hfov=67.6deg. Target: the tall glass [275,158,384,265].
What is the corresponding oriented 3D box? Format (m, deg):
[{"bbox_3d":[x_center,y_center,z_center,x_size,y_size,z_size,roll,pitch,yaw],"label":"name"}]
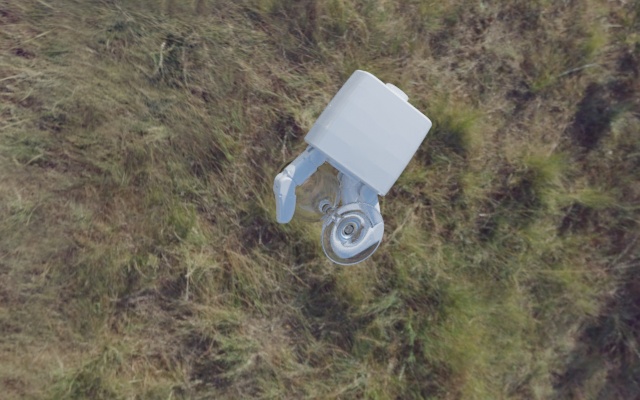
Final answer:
[{"bbox_3d":[0.000,0.002,0.599,0.079,0.079,0.201,0,20,-23],"label":"tall glass"}]
